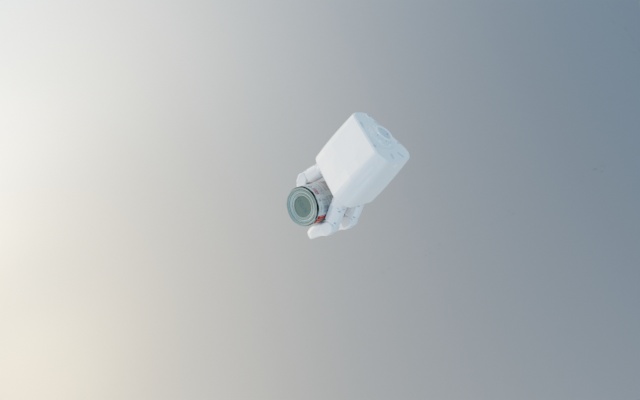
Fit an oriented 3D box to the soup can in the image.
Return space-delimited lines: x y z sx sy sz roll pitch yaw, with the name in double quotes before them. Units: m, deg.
"soup can" 0.000 0.003 0.811 0.068 0.068 0.102 0 9 38
